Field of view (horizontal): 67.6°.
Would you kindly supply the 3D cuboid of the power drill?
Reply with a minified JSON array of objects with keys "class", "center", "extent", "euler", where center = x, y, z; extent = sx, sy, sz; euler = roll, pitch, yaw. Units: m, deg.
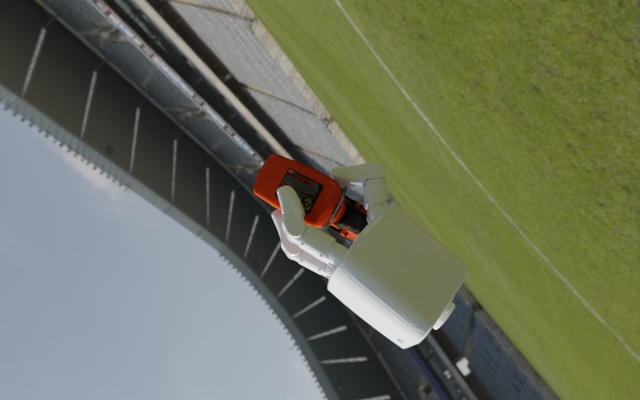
[{"class":"power drill","center":[0.000,0.002,0.598],"extent":[0.184,0.057,0.188],"euler":[25,-1,31]}]
